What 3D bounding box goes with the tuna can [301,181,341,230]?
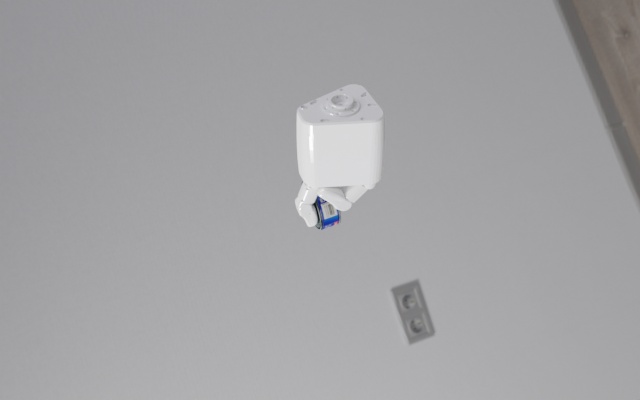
[{"bbox_3d":[0.000,0.003,0.753,0.034,0.086,0.086,-20,4,-13],"label":"tuna can"}]
